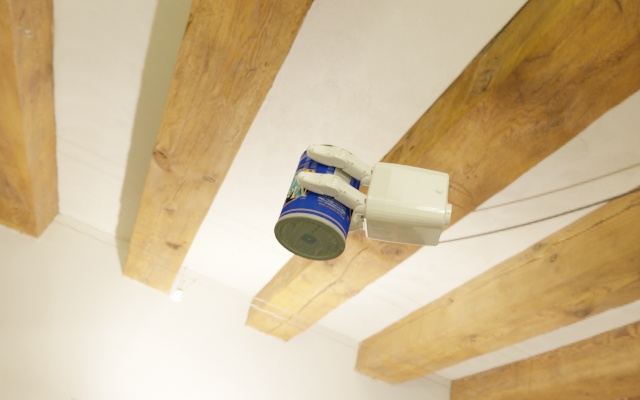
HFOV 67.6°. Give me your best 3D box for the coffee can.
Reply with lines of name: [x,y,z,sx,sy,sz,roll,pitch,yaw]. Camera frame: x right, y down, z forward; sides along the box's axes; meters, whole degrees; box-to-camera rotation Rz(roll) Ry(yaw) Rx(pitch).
coffee can: [0.000,0.002,0.702,0.103,0.140,0.103,10,-38,8]
